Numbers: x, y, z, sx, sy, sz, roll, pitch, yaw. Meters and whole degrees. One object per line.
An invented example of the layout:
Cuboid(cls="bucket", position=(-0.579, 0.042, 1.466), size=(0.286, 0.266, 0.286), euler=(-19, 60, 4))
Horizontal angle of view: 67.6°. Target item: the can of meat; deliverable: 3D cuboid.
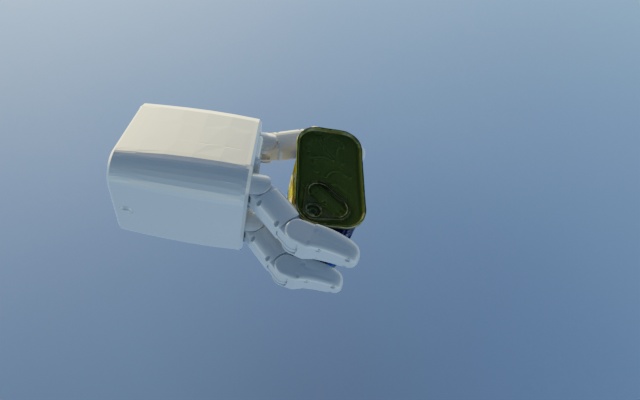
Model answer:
Cuboid(cls="can of meat", position=(0.000, 0.001, 0.424), size=(0.057, 0.102, 0.084), euler=(6, -36, -10))
